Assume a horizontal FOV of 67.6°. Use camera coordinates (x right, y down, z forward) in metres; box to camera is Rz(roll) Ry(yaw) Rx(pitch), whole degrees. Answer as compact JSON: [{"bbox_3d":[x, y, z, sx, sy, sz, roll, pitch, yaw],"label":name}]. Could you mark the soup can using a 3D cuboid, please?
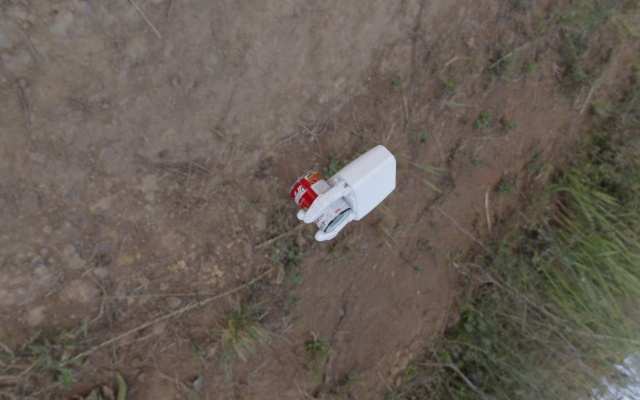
[{"bbox_3d":[0.000,0.003,0.882,0.068,0.102,0.068,-39,-15,-13],"label":"soup can"}]
